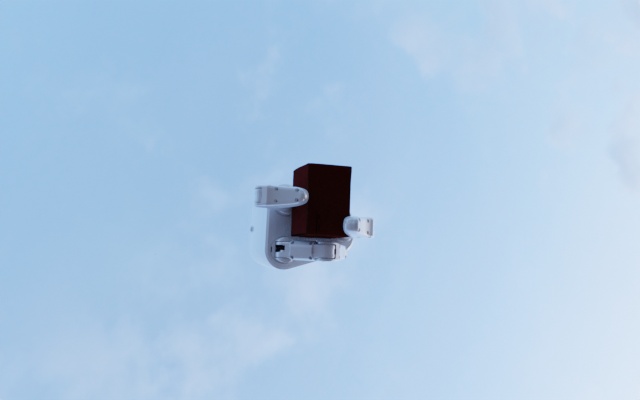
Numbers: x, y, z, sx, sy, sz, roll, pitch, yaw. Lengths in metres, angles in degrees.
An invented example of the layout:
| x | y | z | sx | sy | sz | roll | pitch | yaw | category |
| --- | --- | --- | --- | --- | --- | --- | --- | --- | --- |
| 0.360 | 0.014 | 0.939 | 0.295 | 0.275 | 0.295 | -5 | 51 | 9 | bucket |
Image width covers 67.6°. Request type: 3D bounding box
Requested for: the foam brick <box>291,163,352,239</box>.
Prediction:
| x | y | z | sx | sy | sz | roll | pitch | yaw | category |
| --- | --- | --- | --- | --- | --- | --- | --- | --- | --- |
| 0.000 | 0.001 | 0.527 | 0.053 | 0.078 | 0.051 | 5 | -7 | -21 | foam brick |
